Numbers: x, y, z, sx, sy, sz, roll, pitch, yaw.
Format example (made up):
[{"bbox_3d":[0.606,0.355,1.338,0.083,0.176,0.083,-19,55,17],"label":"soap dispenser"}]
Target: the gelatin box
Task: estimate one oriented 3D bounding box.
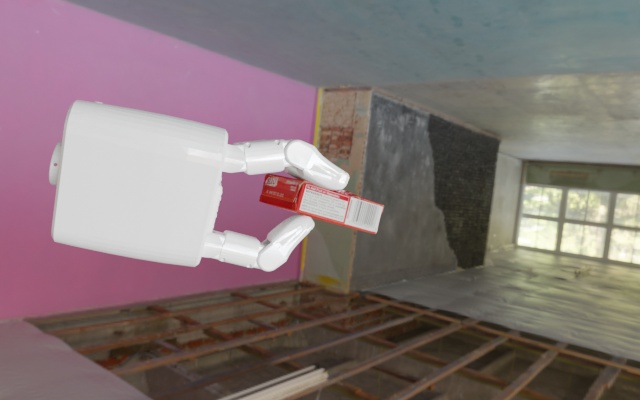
[{"bbox_3d":[0.000,0.002,0.432,0.089,0.030,0.073,17,-1,-31],"label":"gelatin box"}]
